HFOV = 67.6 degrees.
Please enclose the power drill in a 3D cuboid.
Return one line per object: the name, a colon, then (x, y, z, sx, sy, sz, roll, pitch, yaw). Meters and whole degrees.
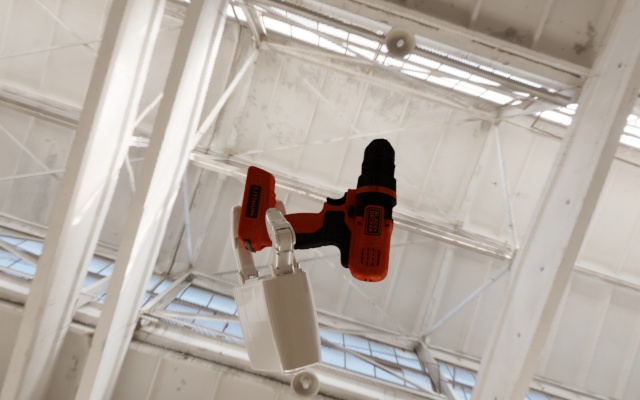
power drill: (0.000, 0.002, 0.594, 0.187, 0.184, 0.057, 5, -21, 7)
